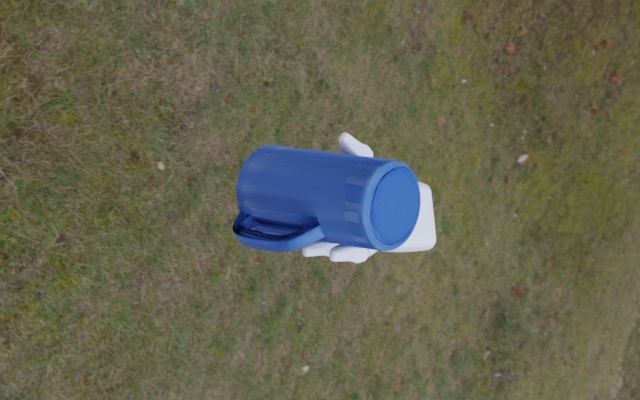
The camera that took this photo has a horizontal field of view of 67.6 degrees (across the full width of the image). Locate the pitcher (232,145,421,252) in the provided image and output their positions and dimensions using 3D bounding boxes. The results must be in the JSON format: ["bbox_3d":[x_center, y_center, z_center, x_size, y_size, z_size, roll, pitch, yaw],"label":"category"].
[{"bbox_3d":[0.000,0.002,0.634,0.145,0.149,0.243,10,-1,-43],"label":"pitcher"}]
